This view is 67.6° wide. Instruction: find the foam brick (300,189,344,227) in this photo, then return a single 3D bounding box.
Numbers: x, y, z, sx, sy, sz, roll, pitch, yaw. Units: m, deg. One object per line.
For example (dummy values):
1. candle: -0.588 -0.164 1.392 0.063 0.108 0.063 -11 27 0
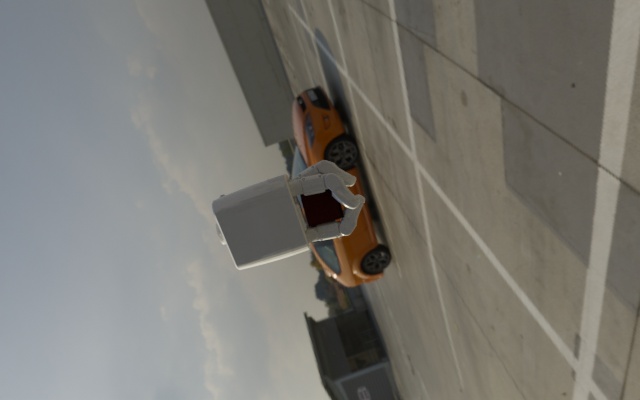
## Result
1. foam brick: 0.000 0.002 0.690 0.051 0.053 0.078 -16 5 -1
